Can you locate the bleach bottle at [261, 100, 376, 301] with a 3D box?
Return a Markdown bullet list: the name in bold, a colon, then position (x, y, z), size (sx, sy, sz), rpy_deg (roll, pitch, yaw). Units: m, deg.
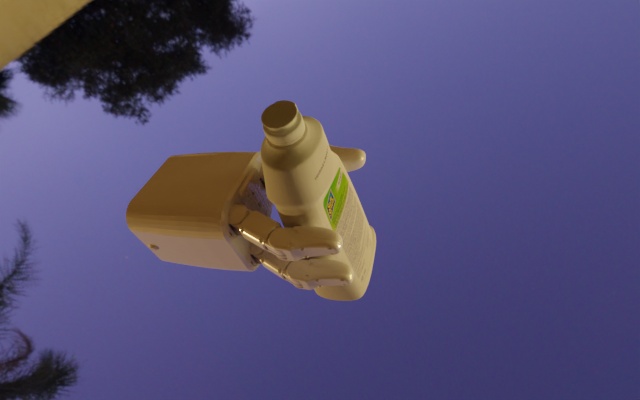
- **bleach bottle**: position (0.000, 0.002, 0.453), size (0.068, 0.102, 0.251), rpy_deg (1, -35, 17)
